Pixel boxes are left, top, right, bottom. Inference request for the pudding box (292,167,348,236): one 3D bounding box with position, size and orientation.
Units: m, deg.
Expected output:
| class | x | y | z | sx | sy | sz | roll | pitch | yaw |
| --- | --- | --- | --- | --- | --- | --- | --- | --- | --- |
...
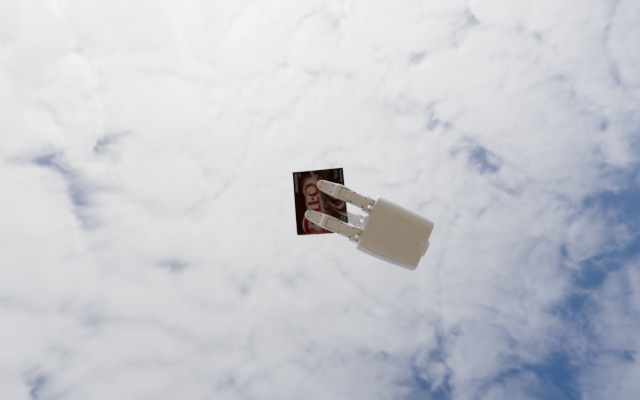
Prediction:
| class | x | y | z | sx | sy | sz | roll | pitch | yaw |
| --- | --- | --- | --- | --- | --- | --- | --- | --- | --- |
| pudding box | 0.000 | 0.003 | 0.833 | 0.090 | 0.113 | 0.039 | -5 | -7 | 2 |
